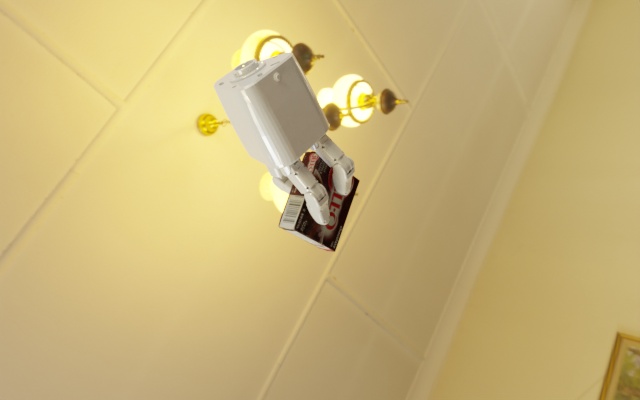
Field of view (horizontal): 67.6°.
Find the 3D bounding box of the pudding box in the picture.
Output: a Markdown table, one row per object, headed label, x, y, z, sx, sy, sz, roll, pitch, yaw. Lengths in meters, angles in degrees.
| label | x | y | z | sx | sy | sz | roll | pitch | yaw |
| --- | --- | --- | --- | --- | --- | --- | --- | --- | --- |
| pudding box | 0.000 | 0.002 | 0.652 | 0.039 | 0.113 | 0.090 | 10 | -16 | 45 |
